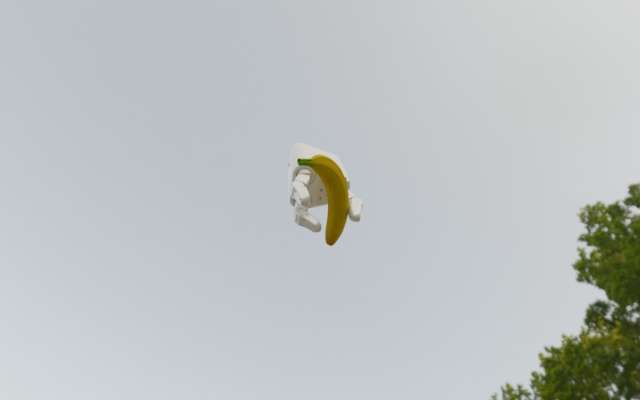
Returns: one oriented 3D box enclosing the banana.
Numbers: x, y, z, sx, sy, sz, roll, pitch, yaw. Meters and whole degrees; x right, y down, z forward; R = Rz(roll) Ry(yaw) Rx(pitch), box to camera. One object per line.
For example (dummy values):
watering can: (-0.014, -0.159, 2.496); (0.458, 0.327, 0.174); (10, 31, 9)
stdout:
banana: (0.016, -0.007, 0.819); (0.069, 0.198, 0.037); (-23, 36, -5)
